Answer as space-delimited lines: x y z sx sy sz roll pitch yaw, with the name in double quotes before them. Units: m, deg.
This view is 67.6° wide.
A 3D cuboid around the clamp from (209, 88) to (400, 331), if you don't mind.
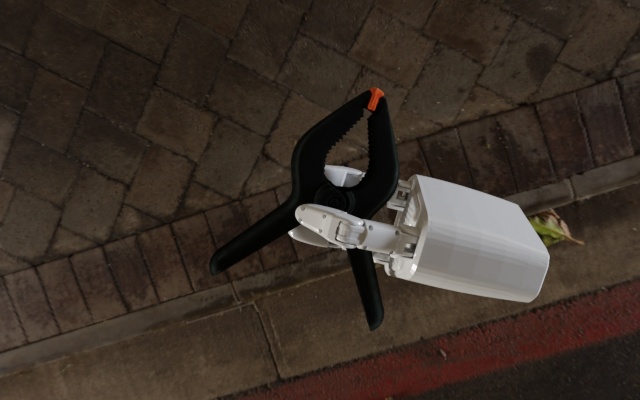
"clamp" 0.000 0.001 0.416 0.164 0.210 0.036 13 10 -5
